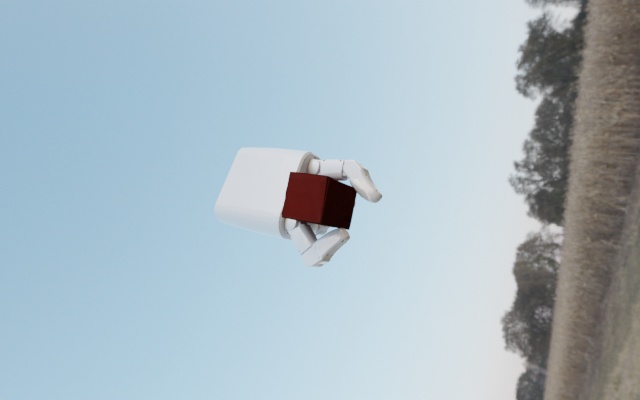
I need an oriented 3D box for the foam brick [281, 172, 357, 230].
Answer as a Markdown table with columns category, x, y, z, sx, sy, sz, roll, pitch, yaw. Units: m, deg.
| category | x | y | z | sx | sy | sz | roll | pitch | yaw |
| --- | --- | --- | --- | --- | --- | --- | --- | --- | --- |
| foam brick | 0.000 | 0.002 | 0.539 | 0.051 | 0.053 | 0.078 | 10 | -4 | 28 |
